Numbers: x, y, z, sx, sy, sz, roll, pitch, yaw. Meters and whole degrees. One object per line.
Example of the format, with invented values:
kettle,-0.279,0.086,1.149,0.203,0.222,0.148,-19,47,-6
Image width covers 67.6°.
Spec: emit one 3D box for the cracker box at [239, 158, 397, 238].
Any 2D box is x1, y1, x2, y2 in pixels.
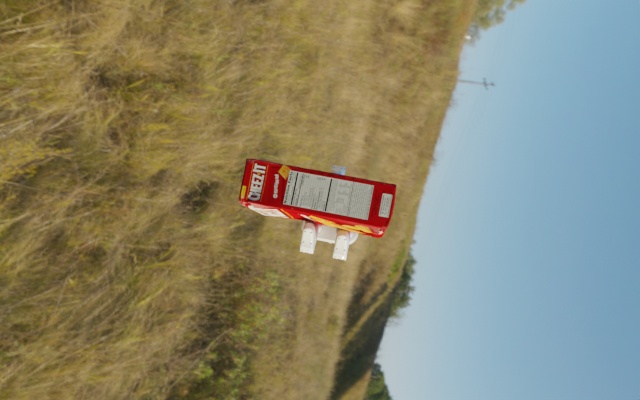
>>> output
cracker box,0.000,0.002,0.727,0.213,0.072,0.164,10,-7,5
